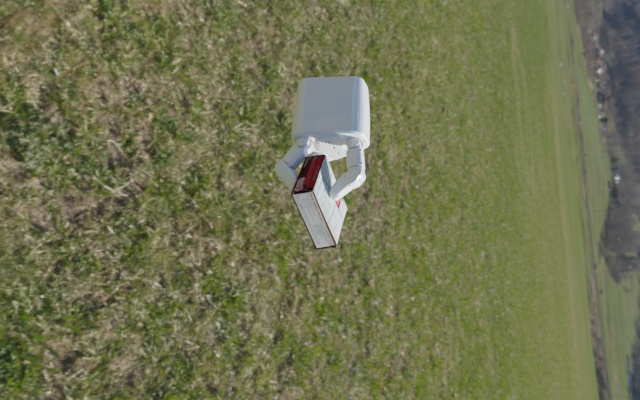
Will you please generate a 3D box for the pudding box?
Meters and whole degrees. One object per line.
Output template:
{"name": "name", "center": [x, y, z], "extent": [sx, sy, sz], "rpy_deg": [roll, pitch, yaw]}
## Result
{"name": "pudding box", "center": [0.000, 0.002, 0.708], "extent": [0.039, 0.114, 0.090], "rpy_deg": [-9, 36, 23]}
